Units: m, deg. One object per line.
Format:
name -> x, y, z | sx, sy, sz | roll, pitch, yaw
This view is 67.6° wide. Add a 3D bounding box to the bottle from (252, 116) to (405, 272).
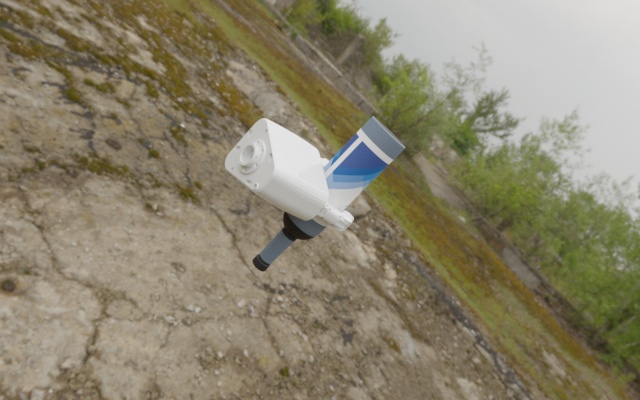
bottle -> 0.000, 0.002, 0.729 | 0.296, 0.069, 0.069 | -46, -15, 15
